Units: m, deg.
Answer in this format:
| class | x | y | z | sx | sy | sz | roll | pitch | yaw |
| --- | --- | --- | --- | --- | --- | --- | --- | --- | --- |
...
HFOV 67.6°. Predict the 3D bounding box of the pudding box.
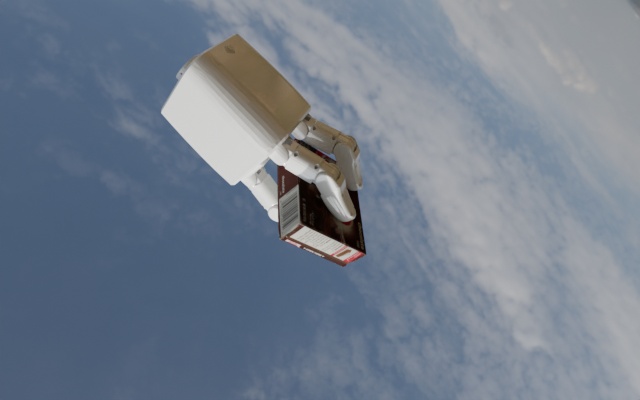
| class | x | y | z | sx | sy | sz | roll | pitch | yaw |
| --- | --- | --- | --- | --- | --- | --- | --- | --- | --- |
| pudding box | 0.000 | 0.002 | 0.494 | 0.090 | 0.113 | 0.039 | 27 | -45 | -34 |
